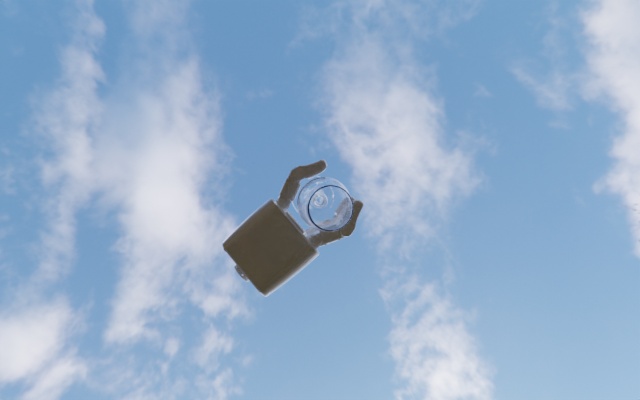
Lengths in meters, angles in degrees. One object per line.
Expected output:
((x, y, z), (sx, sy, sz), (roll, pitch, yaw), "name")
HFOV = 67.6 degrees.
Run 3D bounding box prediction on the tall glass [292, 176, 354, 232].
((0.000, 0.002, 0.726), (0.079, 0.079, 0.201), (0, 4, -8), "tall glass")
